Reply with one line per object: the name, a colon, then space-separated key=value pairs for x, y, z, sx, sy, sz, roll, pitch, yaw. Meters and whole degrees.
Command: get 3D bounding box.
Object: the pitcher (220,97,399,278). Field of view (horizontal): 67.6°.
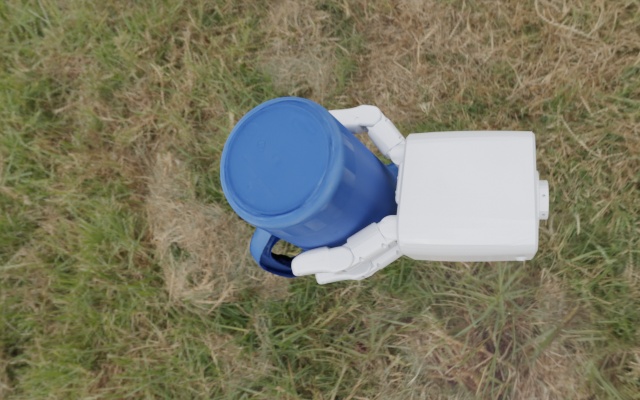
pitcher: x=0.000 y=0.001 z=0.474 sx=0.145 sy=0.149 sz=0.243 roll=1 pitch=-12 yaw=21
